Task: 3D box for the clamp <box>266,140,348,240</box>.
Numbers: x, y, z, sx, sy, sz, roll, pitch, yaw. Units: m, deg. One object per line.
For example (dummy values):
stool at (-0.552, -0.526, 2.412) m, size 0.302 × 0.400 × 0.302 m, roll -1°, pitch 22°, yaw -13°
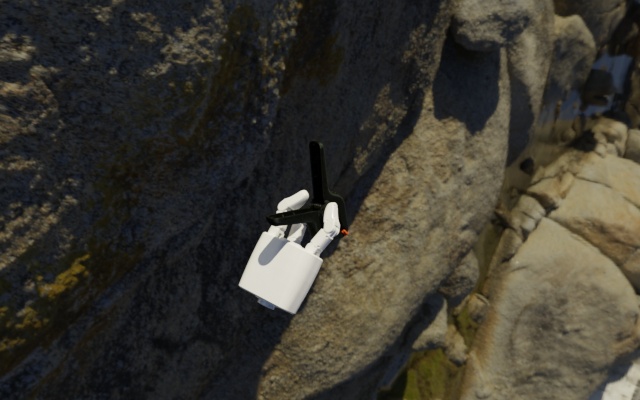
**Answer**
clamp at (0.001, 0.003, 0.853) m, size 0.036 × 0.164 × 0.210 m, roll 18°, pitch -13°, yaw 37°
